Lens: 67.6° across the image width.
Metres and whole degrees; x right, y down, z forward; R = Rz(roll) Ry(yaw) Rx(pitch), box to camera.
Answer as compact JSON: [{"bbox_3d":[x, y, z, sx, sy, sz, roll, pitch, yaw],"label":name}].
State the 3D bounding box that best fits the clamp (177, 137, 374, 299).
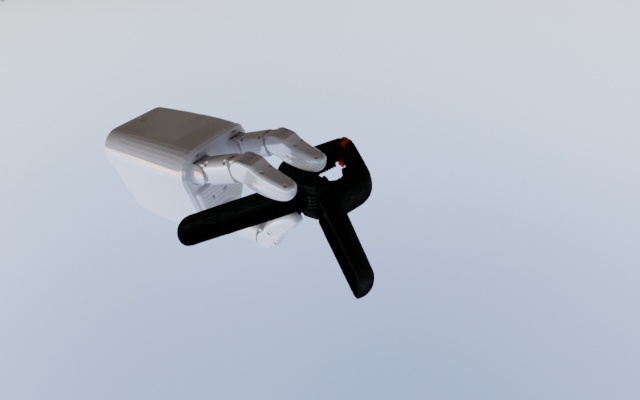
[{"bbox_3d":[0.000,0.002,0.436,0.164,0.036,0.210,20,38,20],"label":"clamp"}]
